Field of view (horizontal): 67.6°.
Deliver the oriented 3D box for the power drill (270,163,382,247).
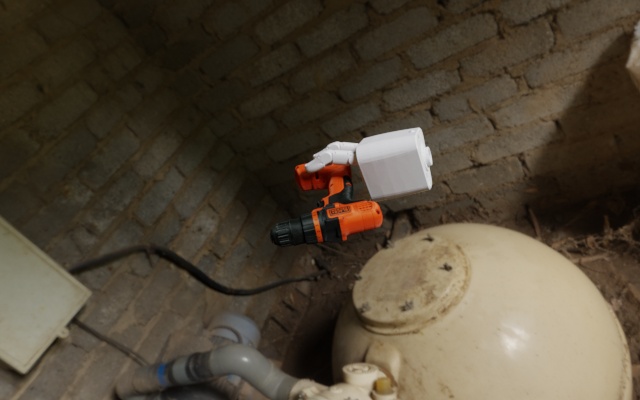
[{"bbox_3d":[0.000,0.002,0.831,0.184,0.057,0.187,-11,38,-2],"label":"power drill"}]
